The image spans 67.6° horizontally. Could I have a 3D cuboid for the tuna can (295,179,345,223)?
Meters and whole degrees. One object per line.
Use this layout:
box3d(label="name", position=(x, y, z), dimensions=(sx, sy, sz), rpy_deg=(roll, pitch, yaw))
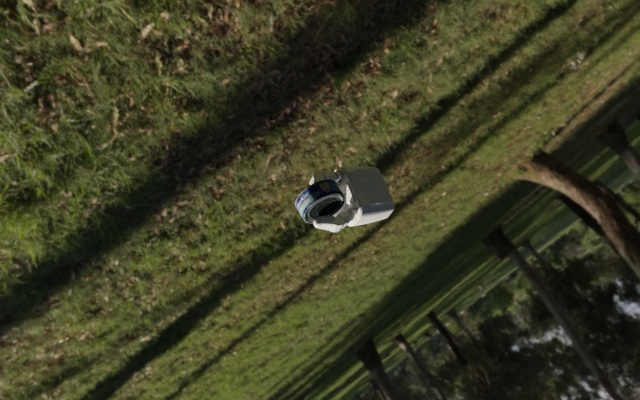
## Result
box3d(label="tuna can", position=(0.000, 0.003, 0.851), dimensions=(0.086, 0.033, 0.086), rpy_deg=(-23, -29, -14))
